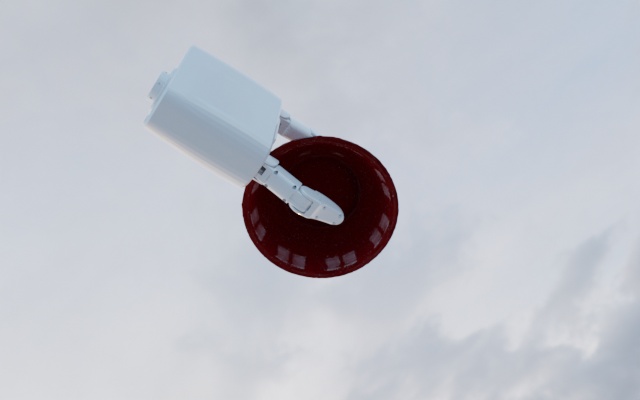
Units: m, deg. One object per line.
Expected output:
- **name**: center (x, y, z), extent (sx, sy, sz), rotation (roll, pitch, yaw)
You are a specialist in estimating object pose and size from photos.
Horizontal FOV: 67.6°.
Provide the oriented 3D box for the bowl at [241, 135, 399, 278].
- **bowl**: center (0.001, 0.002, 0.514), extent (0.162, 0.162, 0.055), rotation (0, 24, 1)
